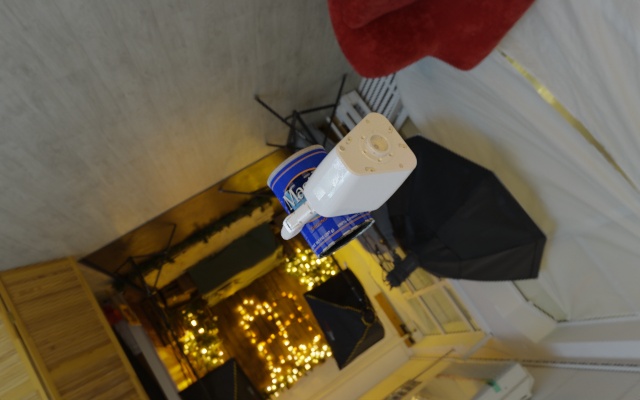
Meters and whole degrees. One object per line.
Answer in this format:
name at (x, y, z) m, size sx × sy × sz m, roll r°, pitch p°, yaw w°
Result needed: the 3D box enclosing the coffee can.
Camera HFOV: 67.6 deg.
coffee can at (0.000, 0.002, 0.719) m, size 0.103 × 0.140 × 0.103 m, roll -33°, pitch -12°, yaw -8°
